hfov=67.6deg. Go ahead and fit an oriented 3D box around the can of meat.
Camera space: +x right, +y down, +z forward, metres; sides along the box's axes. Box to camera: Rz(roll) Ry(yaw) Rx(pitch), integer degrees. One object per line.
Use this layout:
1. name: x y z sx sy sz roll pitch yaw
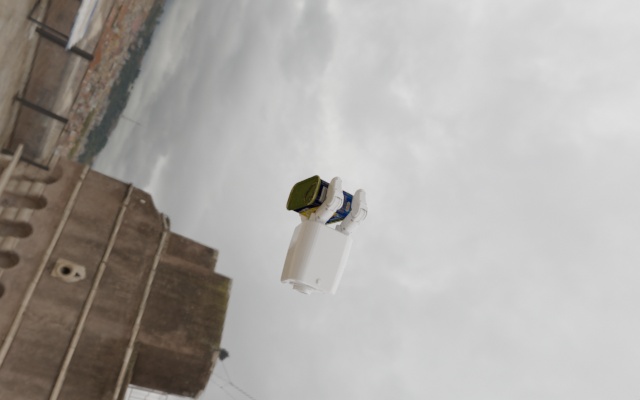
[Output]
1. can of meat: 0.000 0.003 0.867 0.084 0.057 0.102 26 -23 -26
